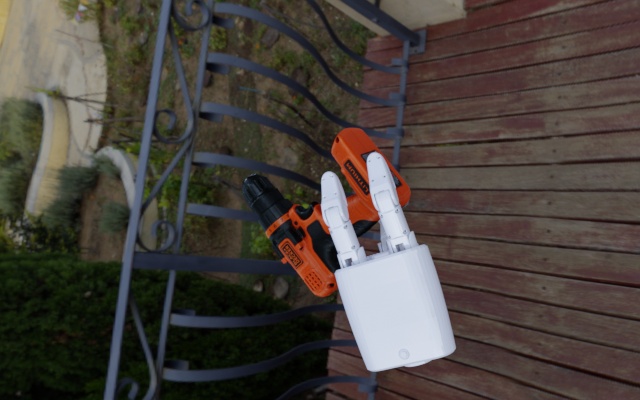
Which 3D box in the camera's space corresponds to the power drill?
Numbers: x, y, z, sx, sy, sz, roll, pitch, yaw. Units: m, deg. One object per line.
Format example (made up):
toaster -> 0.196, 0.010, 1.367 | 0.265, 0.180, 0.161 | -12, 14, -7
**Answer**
power drill -> 0.000, 0.002, 0.569 | 0.188, 0.184, 0.057 | -46, -11, 37
